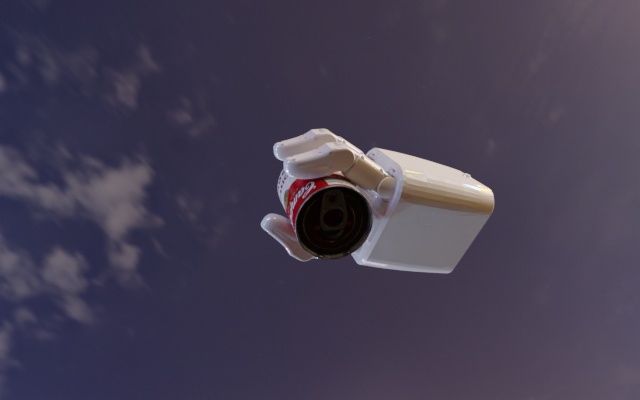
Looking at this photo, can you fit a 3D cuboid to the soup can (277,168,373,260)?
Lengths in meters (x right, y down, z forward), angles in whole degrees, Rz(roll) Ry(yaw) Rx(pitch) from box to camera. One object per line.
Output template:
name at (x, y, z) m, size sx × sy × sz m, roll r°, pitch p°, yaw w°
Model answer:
soup can at (-0.001, 0.001, 0.445) m, size 0.068 × 0.068 × 0.102 m, roll 0°, pitch 21°, yaw -15°
